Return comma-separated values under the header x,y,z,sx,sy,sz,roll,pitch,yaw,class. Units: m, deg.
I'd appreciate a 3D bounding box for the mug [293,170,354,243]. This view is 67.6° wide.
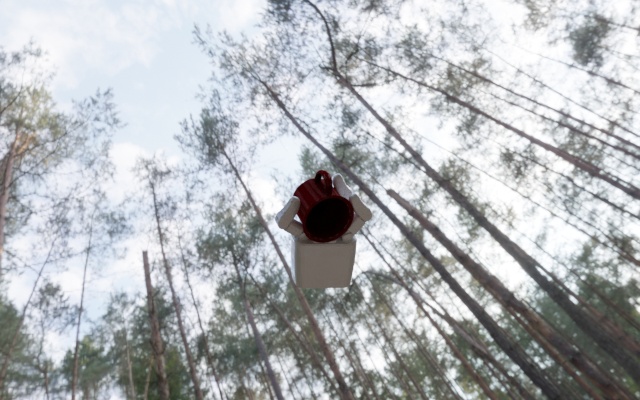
x,y,z,sx,sy,sz,roll,pitch,yaw,class
0.000,0.001,0.822,0.093,0.117,0.081,-8,32,-20,mug
